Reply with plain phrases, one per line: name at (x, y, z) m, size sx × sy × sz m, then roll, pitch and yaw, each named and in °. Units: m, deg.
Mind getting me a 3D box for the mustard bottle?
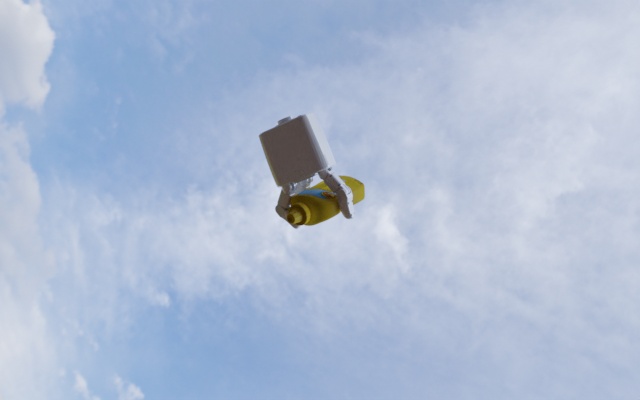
mustard bottle at (0.000, 0.003, 0.899) m, size 0.096 × 0.058 × 0.191 m, roll 10°, pitch 23°, yaw 32°
